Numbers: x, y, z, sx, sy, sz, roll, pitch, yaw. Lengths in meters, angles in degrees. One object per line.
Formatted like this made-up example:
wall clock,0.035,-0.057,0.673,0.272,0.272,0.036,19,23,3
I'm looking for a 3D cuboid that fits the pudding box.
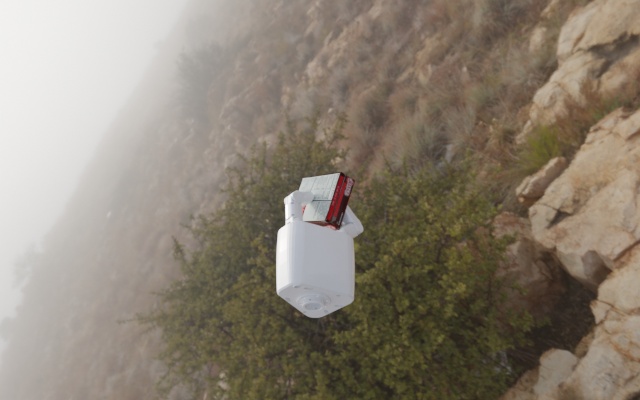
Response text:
pudding box,0.000,0.003,0.804,0.039,0.090,0.113,31,-20,-33
